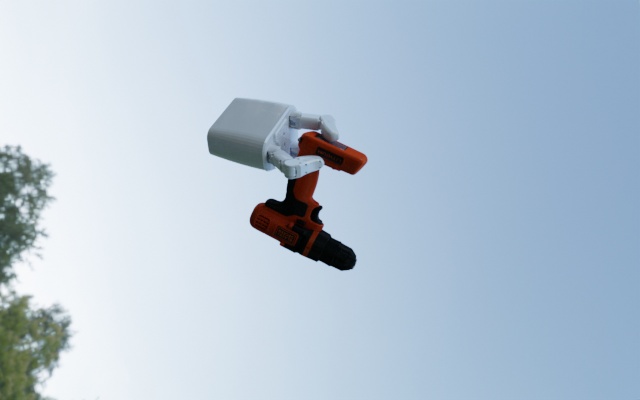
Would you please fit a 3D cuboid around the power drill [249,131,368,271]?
[{"bbox_3d":[0.000,0.002,0.736,0.184,0.188,0.057,26,18,2],"label":"power drill"}]
